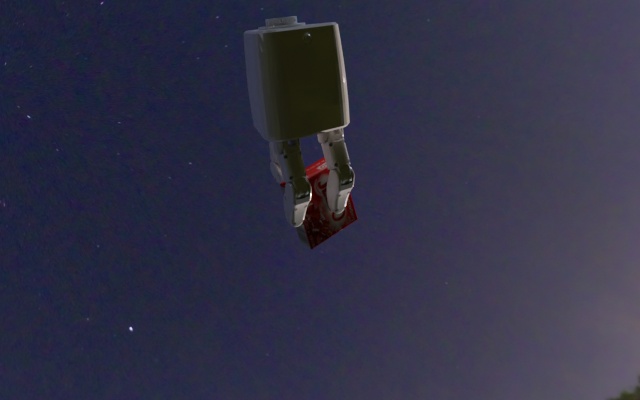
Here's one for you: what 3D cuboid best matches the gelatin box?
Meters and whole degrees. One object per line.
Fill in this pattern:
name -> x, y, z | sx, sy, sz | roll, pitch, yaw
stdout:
gelatin box -> 0.000, 0.002, 0.564 | 0.073, 0.089, 0.030 | -32, 34, -23
